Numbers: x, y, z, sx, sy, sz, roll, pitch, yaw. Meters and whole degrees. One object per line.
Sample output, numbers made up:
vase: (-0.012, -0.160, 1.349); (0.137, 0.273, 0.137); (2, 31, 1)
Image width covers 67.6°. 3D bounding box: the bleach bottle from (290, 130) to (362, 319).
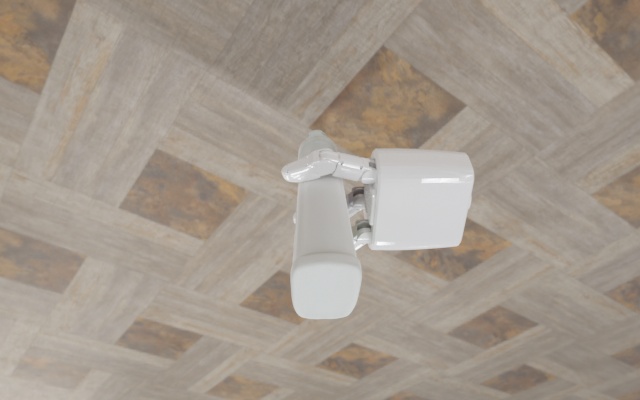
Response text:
bleach bottle: (0.000, 0.002, 0.547); (0.068, 0.250, 0.103); (0, -43, -3)
